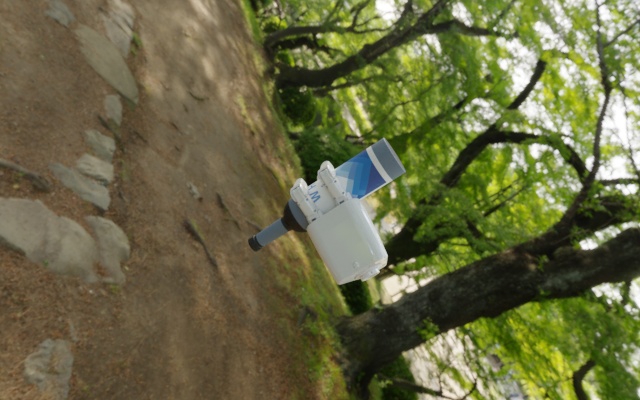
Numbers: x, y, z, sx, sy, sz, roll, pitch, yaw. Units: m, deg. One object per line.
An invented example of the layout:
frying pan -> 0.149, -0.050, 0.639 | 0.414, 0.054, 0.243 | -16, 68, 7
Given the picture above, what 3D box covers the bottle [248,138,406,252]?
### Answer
bottle -> 0.000, 0.002, 0.809 | 0.296, 0.069, 0.069 | -32, -9, 14
